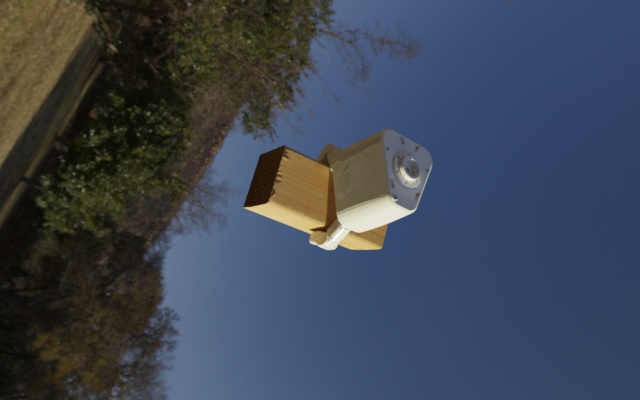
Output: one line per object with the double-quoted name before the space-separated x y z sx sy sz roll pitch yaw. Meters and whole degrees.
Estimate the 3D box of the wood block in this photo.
"wood block" 0.000 0.003 0.739 0.206 0.090 0.090 24 -16 -28
